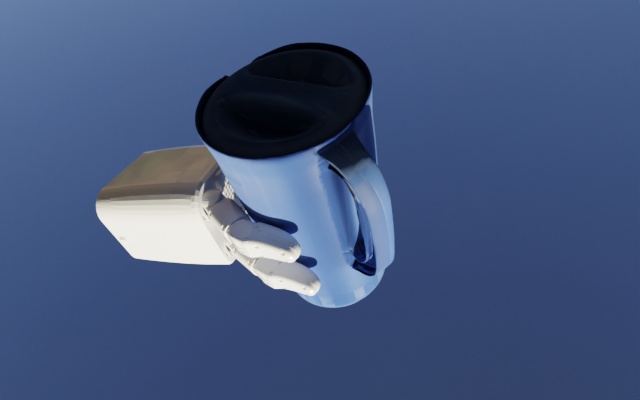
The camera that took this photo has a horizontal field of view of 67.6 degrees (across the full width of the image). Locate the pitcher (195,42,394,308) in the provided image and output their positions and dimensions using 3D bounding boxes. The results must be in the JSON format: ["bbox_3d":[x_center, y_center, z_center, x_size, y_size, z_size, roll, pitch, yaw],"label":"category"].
[{"bbox_3d":[0.000,0.001,0.426,0.145,0.149,0.243,-2,-40,15],"label":"pitcher"}]
